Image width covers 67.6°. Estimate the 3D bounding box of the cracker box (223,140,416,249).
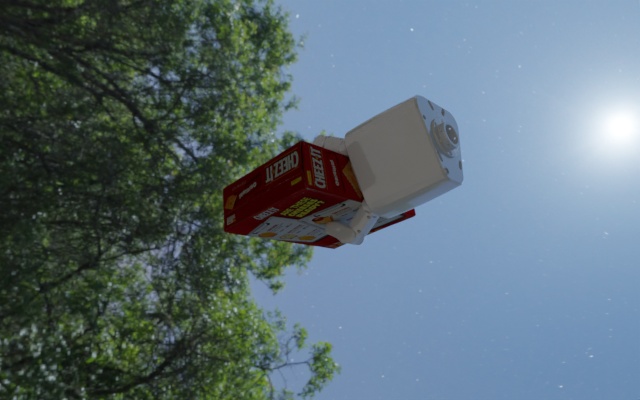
[{"bbox_3d":[0.000,0.002,0.656,0.214,0.072,0.164,14,-31,-43],"label":"cracker box"}]
